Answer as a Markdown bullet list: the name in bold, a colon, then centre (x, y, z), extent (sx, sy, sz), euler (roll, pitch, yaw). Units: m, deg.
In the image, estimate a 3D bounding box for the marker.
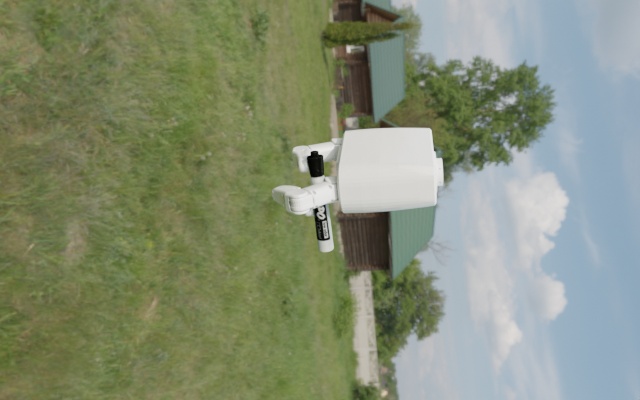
- **marker**: centre (0.000, 0.002, 0.548), extent (0.020, 0.121, 0.020), euler (-6, 21, 2)
